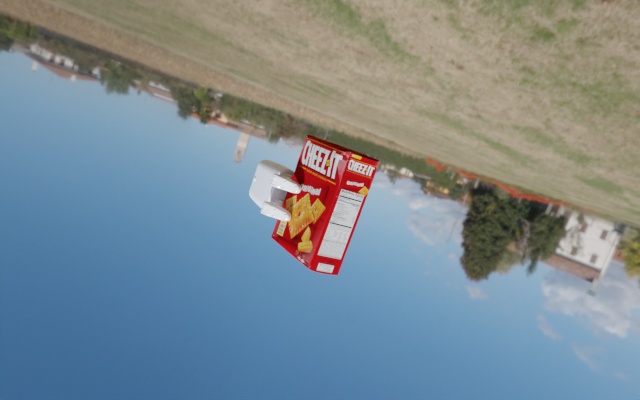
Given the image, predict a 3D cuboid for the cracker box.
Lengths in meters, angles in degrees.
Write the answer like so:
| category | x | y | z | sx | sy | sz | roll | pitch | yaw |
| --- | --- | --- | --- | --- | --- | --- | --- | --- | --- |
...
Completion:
| category | x | y | z | sx | sy | sz | roll | pitch | yaw |
| --- | --- | --- | --- | --- | --- | --- | --- | --- | --- |
| cracker box | 0.000 | 0.003 | 0.861 | 0.072 | 0.214 | 0.164 | 14 | 9 | -33 |
